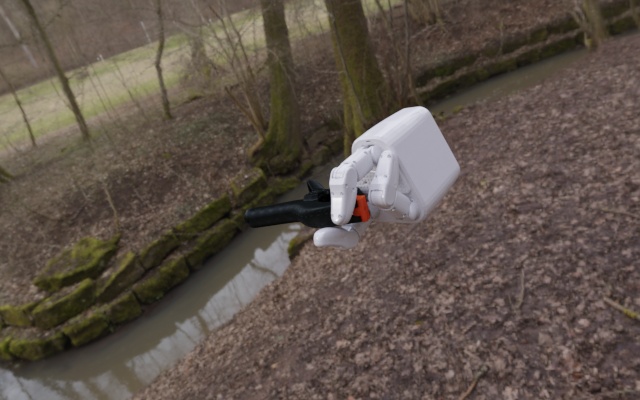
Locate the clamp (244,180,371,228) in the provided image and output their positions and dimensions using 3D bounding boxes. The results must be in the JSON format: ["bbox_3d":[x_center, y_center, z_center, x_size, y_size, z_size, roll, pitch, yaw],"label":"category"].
[{"bbox_3d":[0.000,0.001,0.579,0.171,0.039,0.120,1,30,42],"label":"clamp"}]
